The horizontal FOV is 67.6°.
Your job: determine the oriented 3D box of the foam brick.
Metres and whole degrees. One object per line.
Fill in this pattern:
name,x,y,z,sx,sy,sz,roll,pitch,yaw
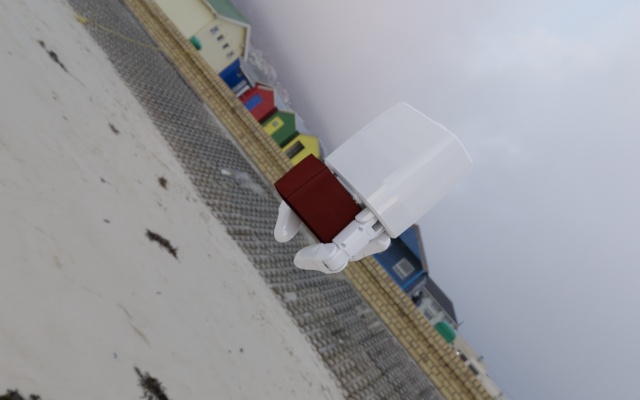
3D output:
foam brick,0.000,0.001,0.473,0.051,0.078,0.053,-40,27,0
